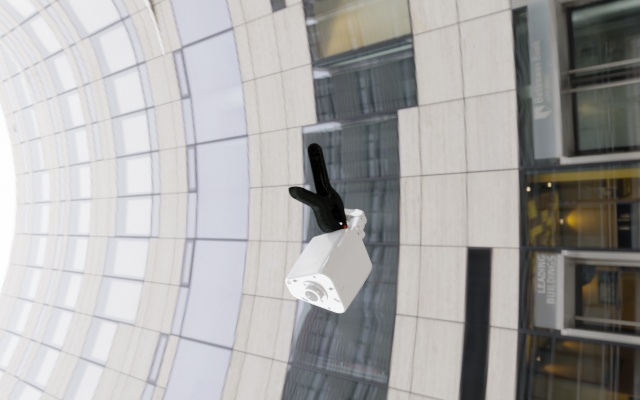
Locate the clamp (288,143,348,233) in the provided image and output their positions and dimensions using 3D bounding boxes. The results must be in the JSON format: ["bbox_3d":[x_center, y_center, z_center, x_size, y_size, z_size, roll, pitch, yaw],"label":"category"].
[{"bbox_3d":[0.000,0.003,0.805,0.039,0.171,0.120,-5,34,35],"label":"clamp"}]
